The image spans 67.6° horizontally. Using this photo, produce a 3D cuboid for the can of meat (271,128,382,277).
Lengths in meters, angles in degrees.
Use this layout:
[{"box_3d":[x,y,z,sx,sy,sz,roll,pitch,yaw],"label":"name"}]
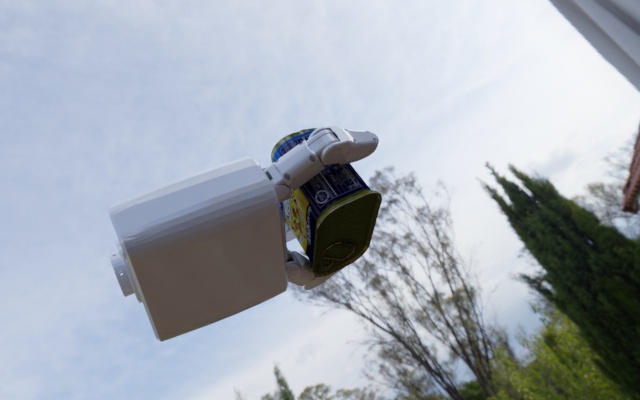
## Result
[{"box_3d":[0.000,0.001,0.403,0.057,0.084,0.102,-24,-32,-20],"label":"can of meat"}]
